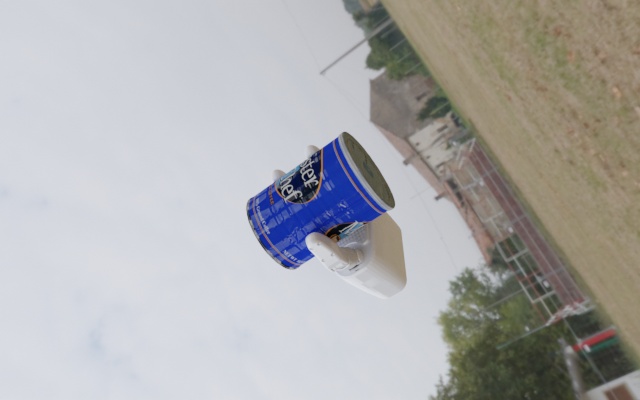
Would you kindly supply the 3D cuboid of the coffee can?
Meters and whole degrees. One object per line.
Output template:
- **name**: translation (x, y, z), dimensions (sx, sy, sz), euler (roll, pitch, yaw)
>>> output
- **coffee can**: translation (0.000, 0.002, 0.554), dimensions (0.140, 0.103, 0.103), euler (-34, -11, 17)
